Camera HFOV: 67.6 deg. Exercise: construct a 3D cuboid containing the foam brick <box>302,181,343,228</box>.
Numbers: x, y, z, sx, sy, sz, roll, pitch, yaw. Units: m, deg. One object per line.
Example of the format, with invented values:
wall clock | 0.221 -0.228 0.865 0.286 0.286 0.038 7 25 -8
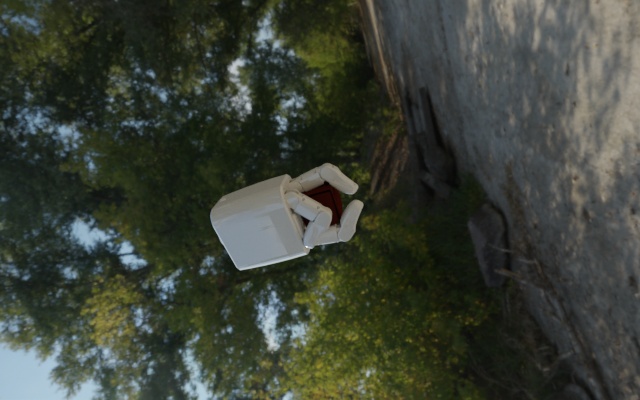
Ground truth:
foam brick | 0.000 0.002 0.695 0.051 0.053 0.078 -17 16 9
